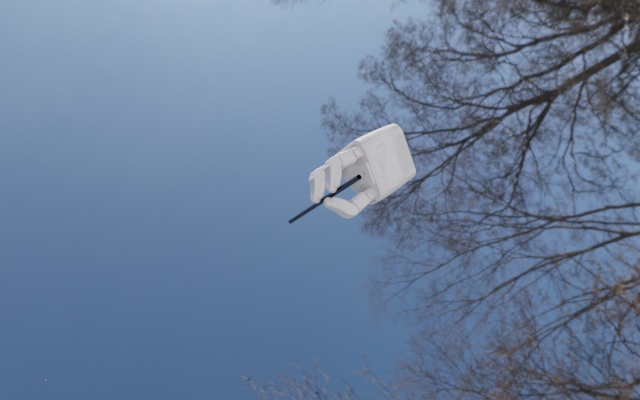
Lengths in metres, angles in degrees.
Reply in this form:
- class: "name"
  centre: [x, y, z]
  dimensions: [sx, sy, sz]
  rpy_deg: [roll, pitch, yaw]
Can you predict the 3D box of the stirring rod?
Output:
- class: "stirring rod"
  centre: [0.000, 0.003, 0.802]
  dimensions: [0.011, 0.011, 0.239]
  rpy_deg: [0, -18, -30]
